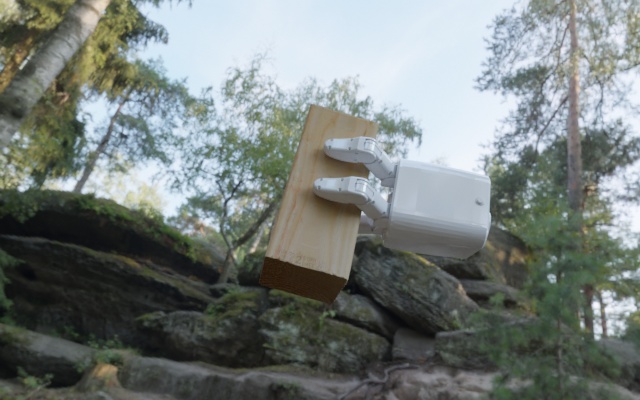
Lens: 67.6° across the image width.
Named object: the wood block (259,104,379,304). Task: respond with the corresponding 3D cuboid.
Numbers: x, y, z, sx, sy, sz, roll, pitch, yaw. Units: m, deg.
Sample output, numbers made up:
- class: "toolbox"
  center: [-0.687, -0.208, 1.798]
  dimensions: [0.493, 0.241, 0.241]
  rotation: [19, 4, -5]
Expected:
- class: "wood block"
  center: [0.000, 0.002, 0.563]
  dimensions: [0.090, 0.206, 0.091]
  rotation: [16, -31, -2]
